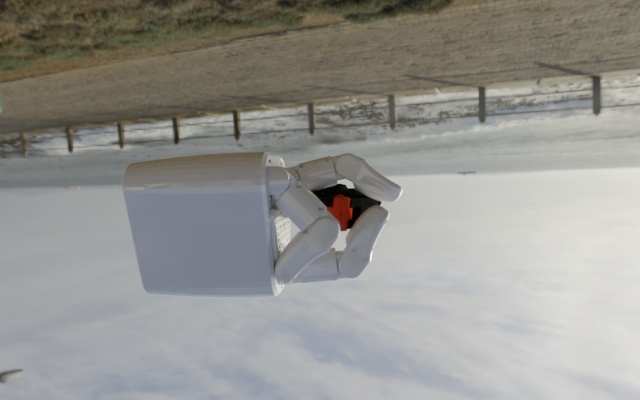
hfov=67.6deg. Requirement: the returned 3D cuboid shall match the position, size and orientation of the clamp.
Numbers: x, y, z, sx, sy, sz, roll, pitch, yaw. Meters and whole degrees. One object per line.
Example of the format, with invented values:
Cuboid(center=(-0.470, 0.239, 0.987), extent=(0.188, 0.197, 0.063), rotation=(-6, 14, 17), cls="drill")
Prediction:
Cuboid(center=(0.000, 0.002, 0.450), extent=(0.120, 0.039, 0.171), rotation=(-2, 2, 5), cls="clamp")
